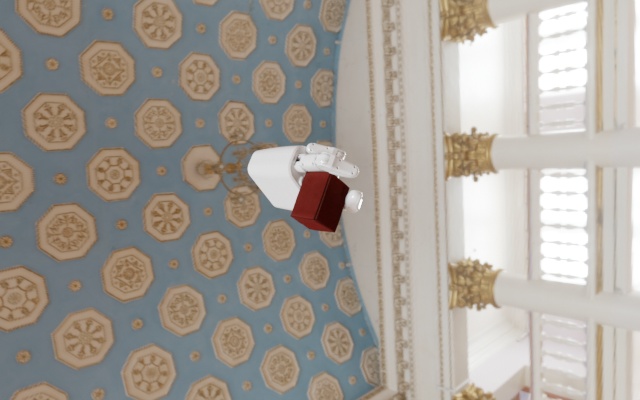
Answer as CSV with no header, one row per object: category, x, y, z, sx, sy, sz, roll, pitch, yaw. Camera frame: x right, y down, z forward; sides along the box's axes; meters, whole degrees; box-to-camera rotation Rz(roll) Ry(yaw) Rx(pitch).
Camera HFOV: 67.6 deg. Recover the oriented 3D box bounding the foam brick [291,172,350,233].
foam brick,0.000,0.003,0.715,0.051,0.078,0.053,3,-24,40
